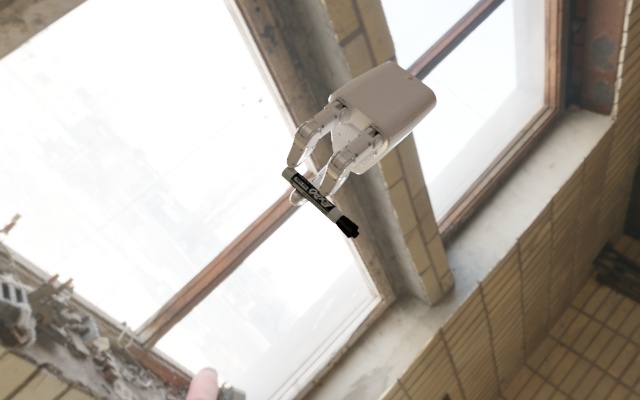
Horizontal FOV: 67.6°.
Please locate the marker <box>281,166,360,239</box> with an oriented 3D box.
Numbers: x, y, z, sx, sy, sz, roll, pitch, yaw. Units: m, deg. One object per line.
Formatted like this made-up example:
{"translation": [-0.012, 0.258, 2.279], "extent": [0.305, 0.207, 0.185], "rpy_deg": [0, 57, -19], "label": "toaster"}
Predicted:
{"translation": [0.000, 0.002, 0.571], "extent": [0.121, 0.020, 0.020], "rpy_deg": [43, 15, 17], "label": "marker"}
